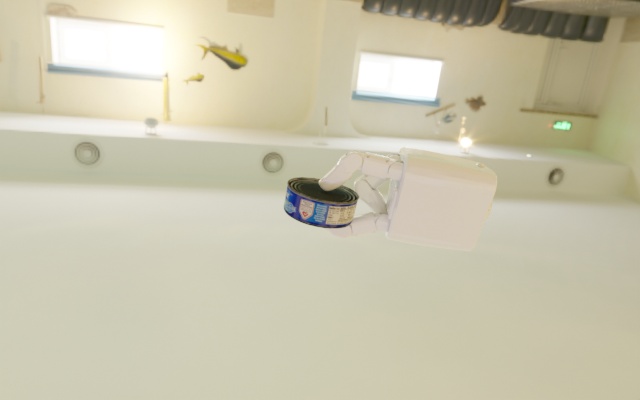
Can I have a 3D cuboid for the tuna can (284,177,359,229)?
[{"bbox_3d":[0.000,0.002,0.565,0.086,0.034,0.086,11,18,-4],"label":"tuna can"}]
